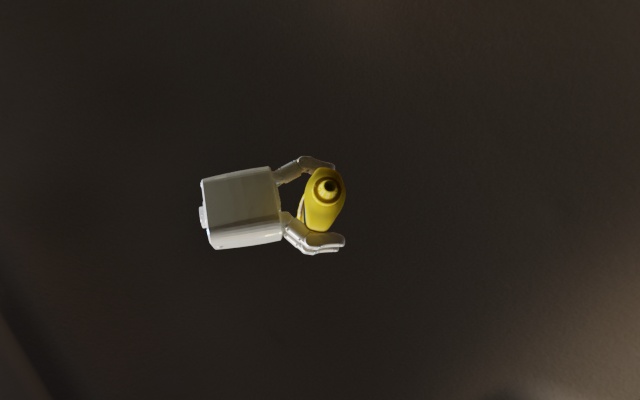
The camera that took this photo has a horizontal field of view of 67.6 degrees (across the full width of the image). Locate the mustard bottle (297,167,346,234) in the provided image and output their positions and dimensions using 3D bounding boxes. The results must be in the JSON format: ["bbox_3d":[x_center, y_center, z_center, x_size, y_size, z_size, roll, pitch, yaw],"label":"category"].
[{"bbox_3d":[0.000,0.002,0.719,0.058,0.096,0.192,13,-14,-3],"label":"mustard bottle"}]
